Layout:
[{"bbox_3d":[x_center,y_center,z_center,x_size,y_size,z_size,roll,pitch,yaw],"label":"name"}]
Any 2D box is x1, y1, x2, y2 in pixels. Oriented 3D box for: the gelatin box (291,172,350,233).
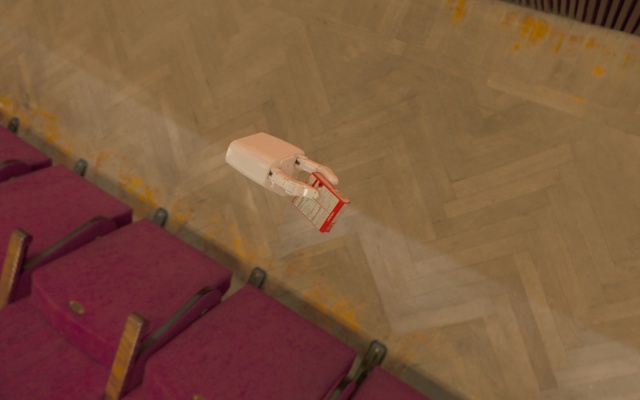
[{"bbox_3d":[0.000,0.003,0.863,0.089,0.073,0.030,45,23,26],"label":"gelatin box"}]
